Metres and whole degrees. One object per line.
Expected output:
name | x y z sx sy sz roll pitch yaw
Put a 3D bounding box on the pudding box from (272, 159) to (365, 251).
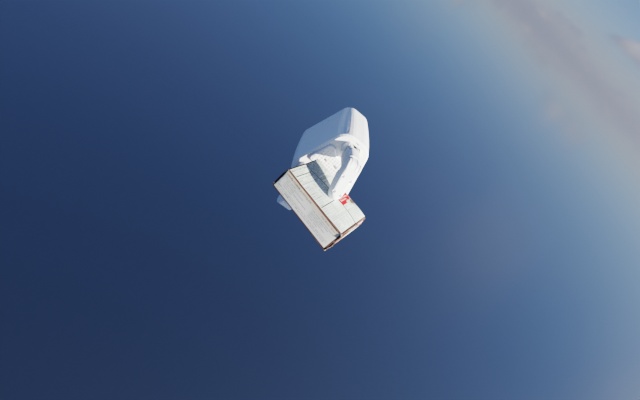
pudding box | 0.000 0.002 0.642 0.039 0.113 0.090 -44 -8 29
